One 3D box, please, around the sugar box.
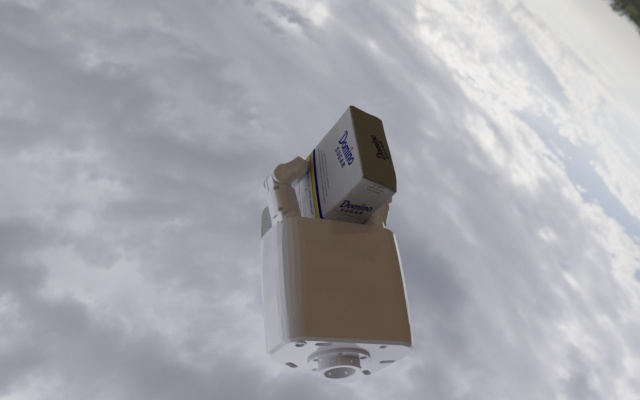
[{"bbox_3d":[0.000,0.002,0.471,0.048,0.093,0.176,21,-45,-29],"label":"sugar box"}]
